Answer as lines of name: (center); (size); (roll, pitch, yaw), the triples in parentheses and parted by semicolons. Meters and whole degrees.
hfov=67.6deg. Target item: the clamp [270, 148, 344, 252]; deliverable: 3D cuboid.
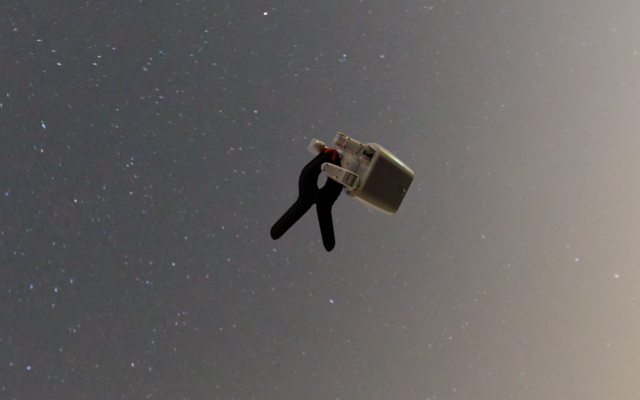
clamp: (0.000, 0.002, 0.778); (0.120, 0.171, 0.039); (26, 0, -38)
